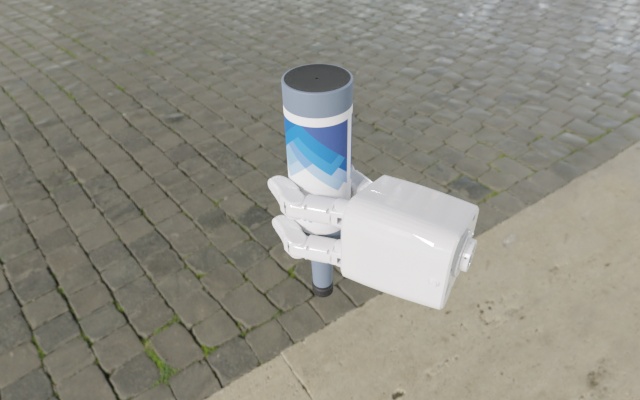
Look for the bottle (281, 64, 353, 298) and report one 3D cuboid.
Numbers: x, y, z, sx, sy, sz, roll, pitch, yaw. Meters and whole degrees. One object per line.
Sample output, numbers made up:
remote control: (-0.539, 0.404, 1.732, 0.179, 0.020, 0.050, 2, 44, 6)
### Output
bottle: (0.000, 0.002, 0.531, 0.069, 0.296, 0.069, -1, 39, 1)
